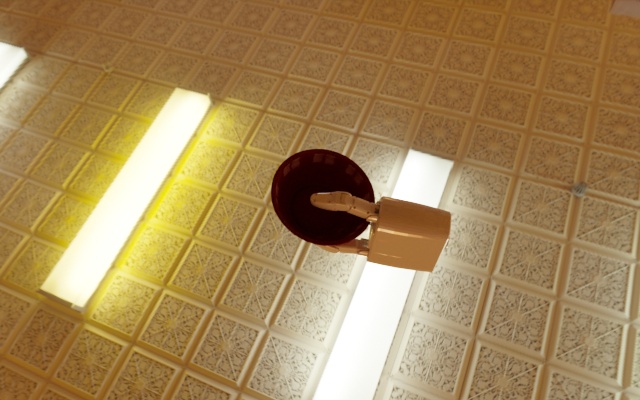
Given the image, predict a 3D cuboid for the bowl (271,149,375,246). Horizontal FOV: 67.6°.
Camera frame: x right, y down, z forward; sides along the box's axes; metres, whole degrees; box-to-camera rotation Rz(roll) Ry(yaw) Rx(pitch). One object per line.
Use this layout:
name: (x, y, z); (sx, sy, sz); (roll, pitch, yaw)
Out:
bowl: (-0.001, 0.002, 0.739); (0.162, 0.162, 0.055); (0, -25, -14)
